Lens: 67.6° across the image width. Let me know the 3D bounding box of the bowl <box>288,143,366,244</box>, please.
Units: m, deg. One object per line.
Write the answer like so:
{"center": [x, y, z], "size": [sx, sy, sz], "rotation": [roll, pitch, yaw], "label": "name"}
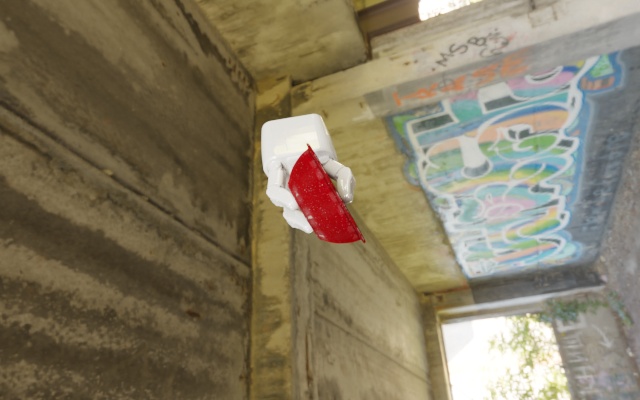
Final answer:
{"center": [0.000, 0.003, 0.669], "size": [0.055, 0.162, 0.162], "rotation": [-30, 0, 1], "label": "bowl"}
